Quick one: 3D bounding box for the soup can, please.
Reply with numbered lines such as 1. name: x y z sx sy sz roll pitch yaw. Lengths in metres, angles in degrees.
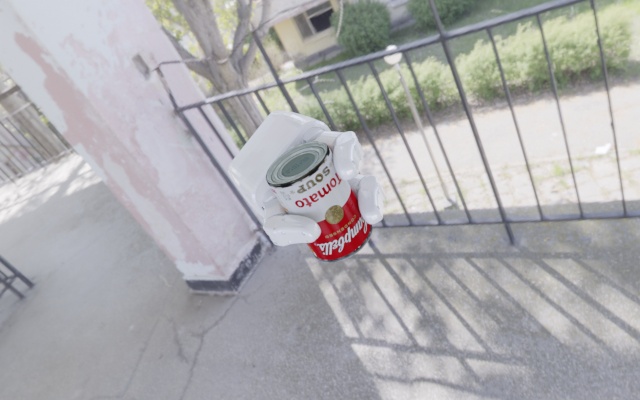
1. soup can: 0.000 0.002 0.465 0.068 0.102 0.068 -22 31 14
